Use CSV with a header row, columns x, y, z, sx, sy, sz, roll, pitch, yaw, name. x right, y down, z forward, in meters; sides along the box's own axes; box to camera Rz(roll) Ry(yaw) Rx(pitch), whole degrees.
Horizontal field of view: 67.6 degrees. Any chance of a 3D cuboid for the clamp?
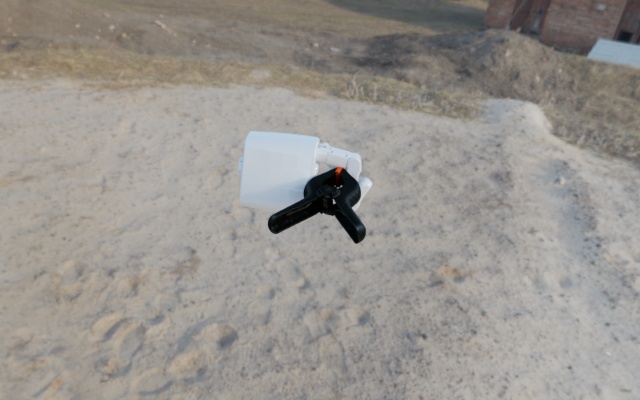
x,y,z,sx,sy,sz,roll,pitch,yaw,name
0.000,0.001,0.633,0.120,0.039,0.171,7,27,2,clamp
